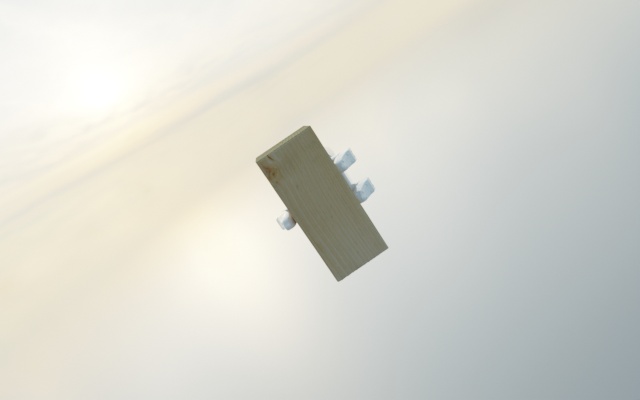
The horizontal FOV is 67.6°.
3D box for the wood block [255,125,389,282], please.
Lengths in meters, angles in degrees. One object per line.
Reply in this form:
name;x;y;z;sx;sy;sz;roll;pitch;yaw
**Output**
wood block;0.000;0.002;0.698;0.091;0.206;0.090;-34;12;-1
